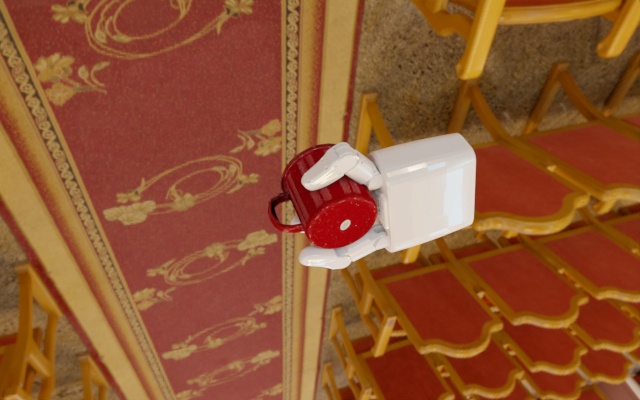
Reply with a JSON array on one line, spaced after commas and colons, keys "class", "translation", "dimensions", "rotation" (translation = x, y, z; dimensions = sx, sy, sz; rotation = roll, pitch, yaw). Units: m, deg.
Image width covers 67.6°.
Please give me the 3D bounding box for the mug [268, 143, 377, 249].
[{"class": "mug", "translation": [-0.001, 0.002, 0.523], "dimensions": [0.117, 0.081, 0.093], "rotation": [-17, -41, -10]}]
